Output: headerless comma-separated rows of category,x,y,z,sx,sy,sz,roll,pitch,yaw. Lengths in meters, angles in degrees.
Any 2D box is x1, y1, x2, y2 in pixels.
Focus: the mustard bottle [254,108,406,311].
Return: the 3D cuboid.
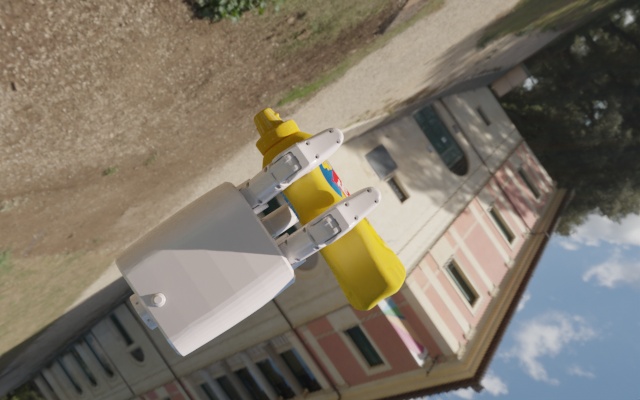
mustard bottle,0.000,0.001,0.427,0.058,0.191,0.096,-35,0,7
